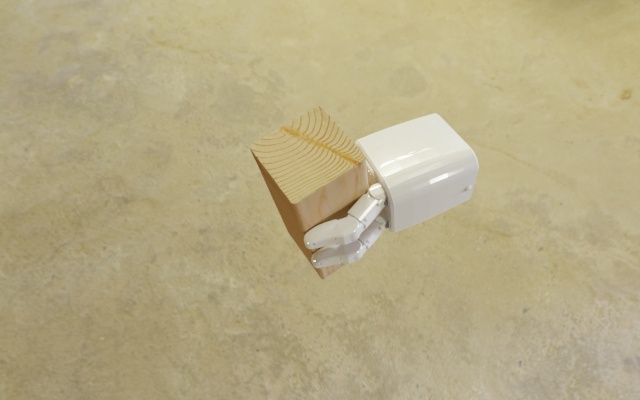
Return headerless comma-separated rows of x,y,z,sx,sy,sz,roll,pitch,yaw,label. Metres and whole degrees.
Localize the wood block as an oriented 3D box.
0.000,0.001,0.566,0.090,0.090,0.206,-32,-29,-10,wood block
